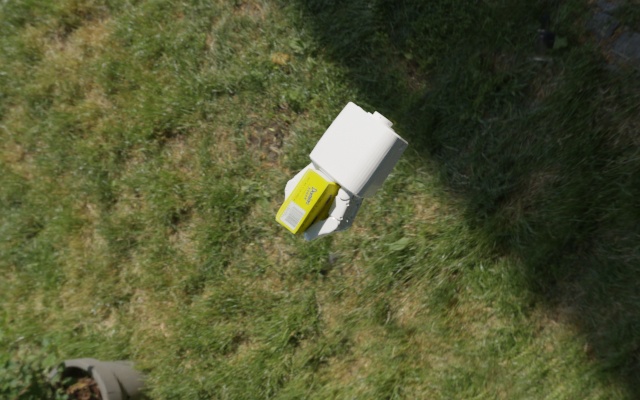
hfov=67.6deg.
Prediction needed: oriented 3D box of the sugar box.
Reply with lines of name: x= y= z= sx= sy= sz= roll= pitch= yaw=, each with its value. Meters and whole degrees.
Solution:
sugar box: x=0.001 y=0.003 z=0.763 sx=0.048 sy=0.093 sz=0.176 roll=38 pitch=12 yaw=17
